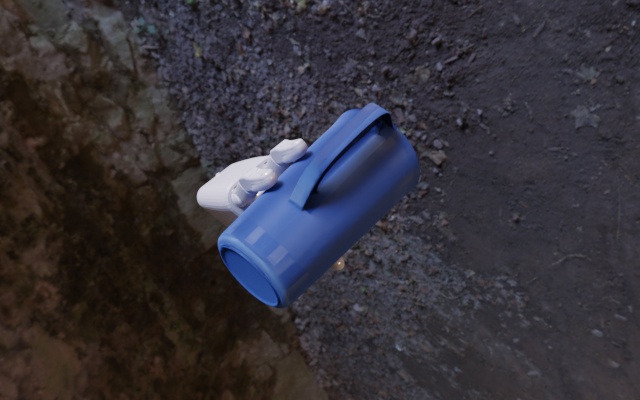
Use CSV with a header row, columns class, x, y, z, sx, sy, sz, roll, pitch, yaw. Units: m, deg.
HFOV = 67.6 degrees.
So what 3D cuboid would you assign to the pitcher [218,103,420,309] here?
class,x,y,z,sx,sy,sz,roll,pitch,yaw
pitcher,0.000,0.002,0.561,0.242,0.149,0.145,-44,26,-28
